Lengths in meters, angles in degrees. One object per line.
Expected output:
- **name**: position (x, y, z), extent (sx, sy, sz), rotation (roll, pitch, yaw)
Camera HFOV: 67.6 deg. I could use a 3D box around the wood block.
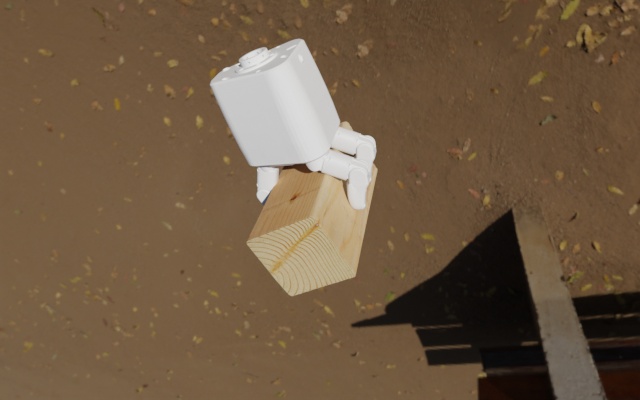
- **wood block**: position (0.000, 0.002, 0.581), extent (0.091, 0.090, 0.206), rotation (-22, 28, 28)
